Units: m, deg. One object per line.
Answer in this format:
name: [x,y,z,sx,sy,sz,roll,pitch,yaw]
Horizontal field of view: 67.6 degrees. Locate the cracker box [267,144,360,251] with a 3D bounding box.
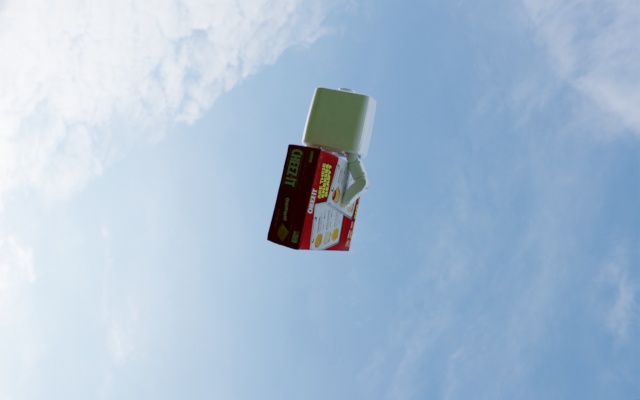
cracker box: [0.000,0.003,0.846,0.072,0.164,0.214,12,-1,26]
